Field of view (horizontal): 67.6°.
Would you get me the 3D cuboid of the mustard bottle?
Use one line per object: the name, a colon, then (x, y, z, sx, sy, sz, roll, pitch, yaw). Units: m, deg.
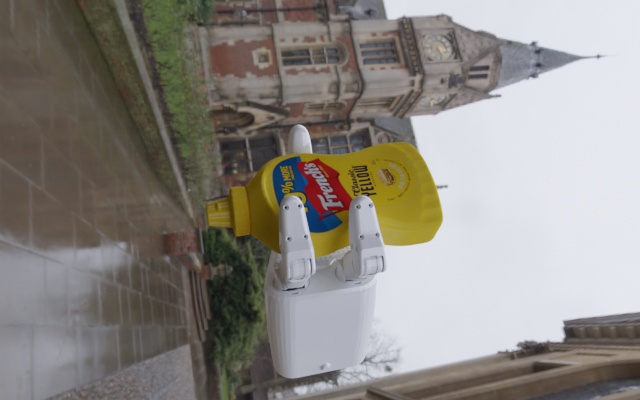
mustard bottle: (0.000, 0.001, 0.409, 0.191, 0.096, 0.058, -7, -32, -12)
